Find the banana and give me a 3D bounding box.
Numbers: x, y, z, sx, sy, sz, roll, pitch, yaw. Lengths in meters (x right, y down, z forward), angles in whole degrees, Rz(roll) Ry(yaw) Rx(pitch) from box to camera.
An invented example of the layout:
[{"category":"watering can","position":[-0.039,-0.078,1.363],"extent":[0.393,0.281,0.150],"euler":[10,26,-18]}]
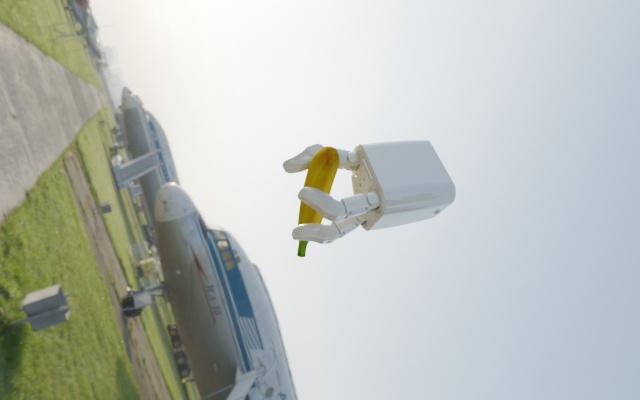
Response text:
[{"category":"banana","position":[-0.003,-0.009,0.637],"extent":[0.037,0.069,0.198],"euler":[2,-45,-12]}]
